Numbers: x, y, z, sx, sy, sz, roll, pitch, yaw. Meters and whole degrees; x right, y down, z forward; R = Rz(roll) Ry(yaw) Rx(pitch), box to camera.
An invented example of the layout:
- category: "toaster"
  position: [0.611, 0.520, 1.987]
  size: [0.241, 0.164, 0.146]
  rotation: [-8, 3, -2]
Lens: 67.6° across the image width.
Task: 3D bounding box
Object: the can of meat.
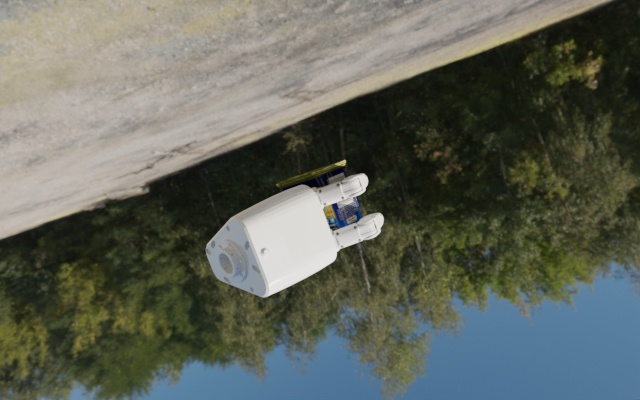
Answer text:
- category: "can of meat"
  position: [0.000, 0.002, 0.622]
  size: [0.102, 0.084, 0.057]
  rotation: [-15, 7, 46]
